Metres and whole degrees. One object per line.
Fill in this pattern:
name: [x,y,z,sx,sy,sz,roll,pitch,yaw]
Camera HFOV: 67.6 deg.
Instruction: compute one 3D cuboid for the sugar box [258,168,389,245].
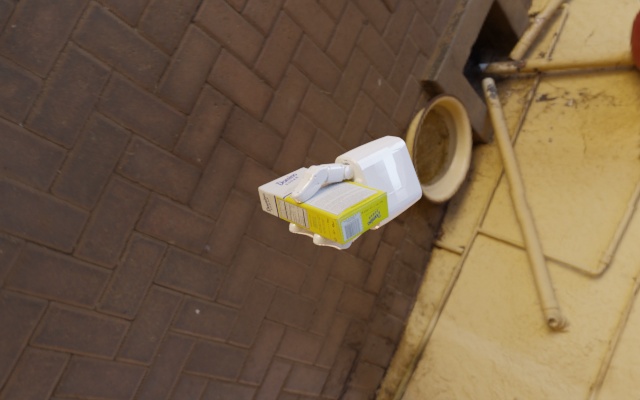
sugar box: [0.000,0.003,0.679,0.093,0.048,0.176,-27,28,-33]
